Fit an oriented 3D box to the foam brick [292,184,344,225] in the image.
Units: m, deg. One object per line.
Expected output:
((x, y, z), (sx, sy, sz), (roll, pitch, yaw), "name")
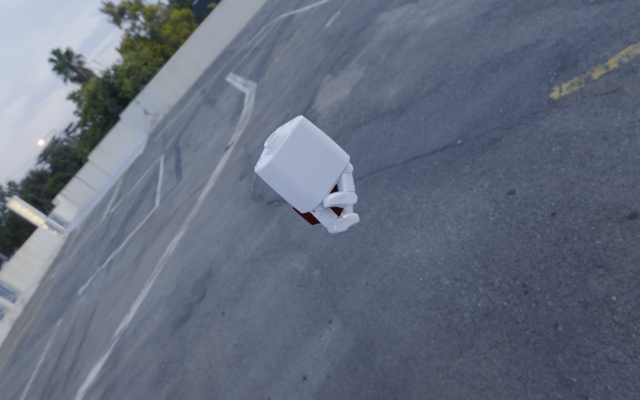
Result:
((0.000, 0.003, 0.814), (0.051, 0.053, 0.078), (40, -30, -22), "foam brick")
